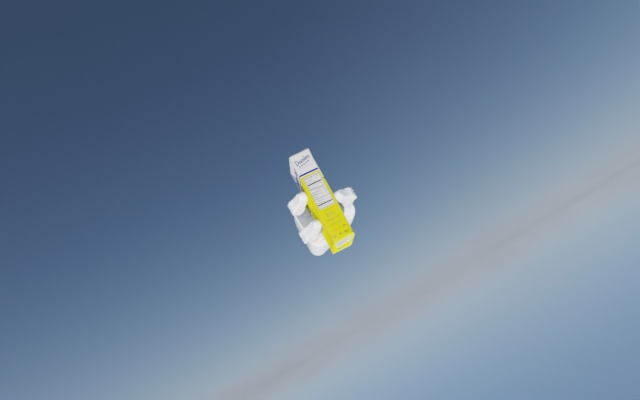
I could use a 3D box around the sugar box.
[{"bbox_3d":[0.000,0.003,0.861,0.048,0.176,0.093,-28,-16,-9],"label":"sugar box"}]
